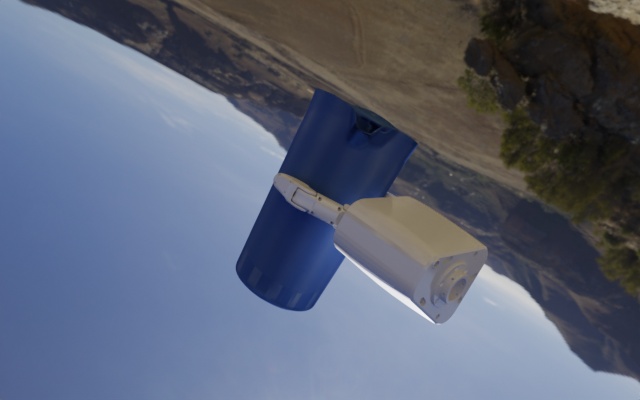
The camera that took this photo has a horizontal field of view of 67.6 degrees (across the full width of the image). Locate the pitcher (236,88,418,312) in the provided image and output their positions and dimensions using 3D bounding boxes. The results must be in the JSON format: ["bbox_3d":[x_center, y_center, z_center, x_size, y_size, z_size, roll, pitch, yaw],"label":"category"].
[{"bbox_3d":[0.000,0.002,0.574,0.149,0.243,0.145,20,12,-48],"label":"pitcher"}]
